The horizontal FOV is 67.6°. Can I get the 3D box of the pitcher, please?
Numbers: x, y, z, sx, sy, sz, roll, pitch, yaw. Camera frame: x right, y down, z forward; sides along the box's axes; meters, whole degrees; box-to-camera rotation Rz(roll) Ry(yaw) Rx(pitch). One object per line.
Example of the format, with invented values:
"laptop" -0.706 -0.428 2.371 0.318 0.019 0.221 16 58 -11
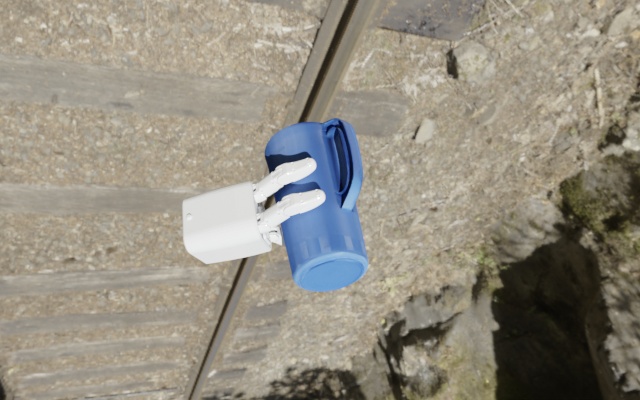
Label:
"pitcher" 0.000 0.002 0.719 0.145 0.242 0.149 -13 -35 -1
